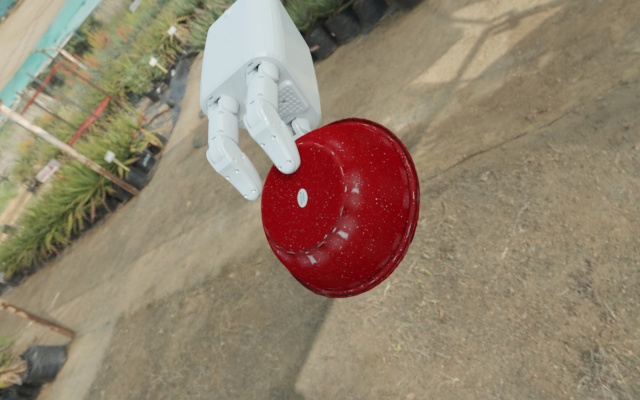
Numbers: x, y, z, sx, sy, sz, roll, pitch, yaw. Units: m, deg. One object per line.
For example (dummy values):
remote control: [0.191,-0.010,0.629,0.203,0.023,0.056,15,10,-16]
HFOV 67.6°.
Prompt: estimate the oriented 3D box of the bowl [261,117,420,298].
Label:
bowl: [0.000,0.002,0.405,0.162,0.162,0.055,0,-8,40]
